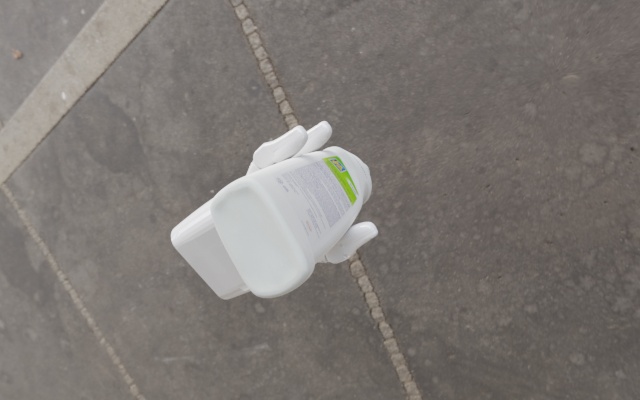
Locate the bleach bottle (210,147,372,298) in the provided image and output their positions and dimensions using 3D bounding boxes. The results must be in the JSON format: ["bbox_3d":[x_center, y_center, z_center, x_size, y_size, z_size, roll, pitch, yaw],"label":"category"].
[{"bbox_3d":[0.000,0.001,0.485,0.068,0.102,0.250,-29,0,29],"label":"bleach bottle"}]
